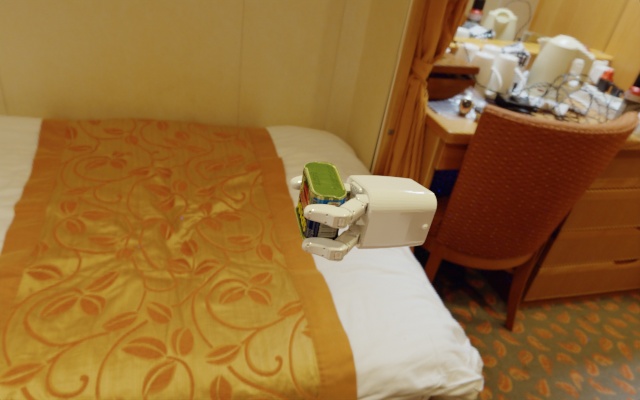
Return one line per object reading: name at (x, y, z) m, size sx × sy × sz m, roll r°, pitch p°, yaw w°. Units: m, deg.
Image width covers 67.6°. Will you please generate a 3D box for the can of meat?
can of meat at (0.000, 0.002, 0.698) m, size 0.057 × 0.084 × 0.102 m, roll 2°, pitch 34°, yaw -14°
